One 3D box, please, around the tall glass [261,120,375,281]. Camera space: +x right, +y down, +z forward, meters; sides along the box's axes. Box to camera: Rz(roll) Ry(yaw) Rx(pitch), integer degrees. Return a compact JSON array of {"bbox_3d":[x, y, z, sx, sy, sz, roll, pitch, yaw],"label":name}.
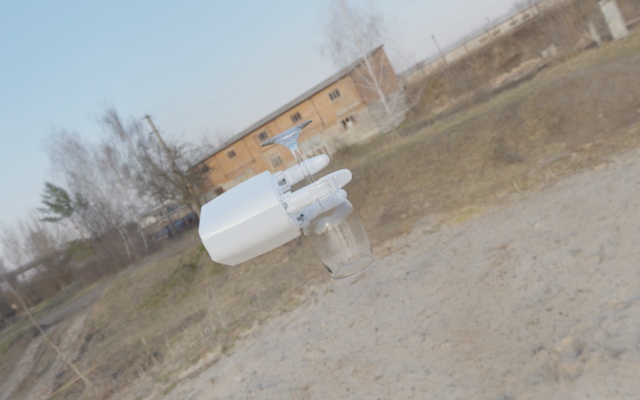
[{"bbox_3d":[0.000,0.001,0.622,0.079,0.201,0.079,-27,6,3],"label":"tall glass"}]
